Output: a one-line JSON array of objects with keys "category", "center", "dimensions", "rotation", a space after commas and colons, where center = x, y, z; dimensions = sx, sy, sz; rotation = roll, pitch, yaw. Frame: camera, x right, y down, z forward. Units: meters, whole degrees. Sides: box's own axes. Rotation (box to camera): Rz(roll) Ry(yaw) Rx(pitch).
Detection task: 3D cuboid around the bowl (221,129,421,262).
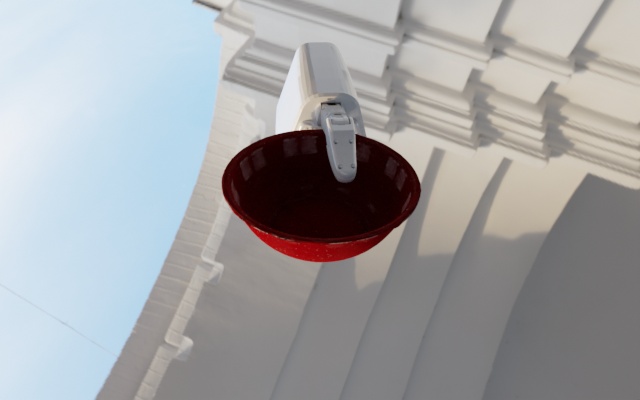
[{"category": "bowl", "center": [0.000, 0.002, 0.405], "dimensions": [0.162, 0.055, 0.162], "rotation": [2, 37, -1]}]
